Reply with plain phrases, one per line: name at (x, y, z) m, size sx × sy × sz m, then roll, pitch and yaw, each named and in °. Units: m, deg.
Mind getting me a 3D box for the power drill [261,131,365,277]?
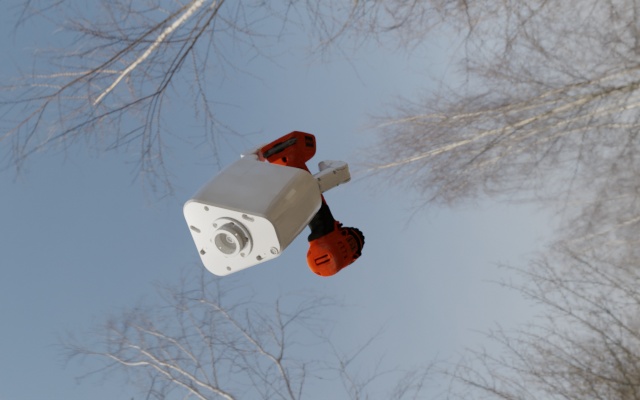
power drill at (0.000, 0.002, 0.645) m, size 0.057 × 0.187 × 0.184 m, roll -27°, pitch -3°, yaw 14°
